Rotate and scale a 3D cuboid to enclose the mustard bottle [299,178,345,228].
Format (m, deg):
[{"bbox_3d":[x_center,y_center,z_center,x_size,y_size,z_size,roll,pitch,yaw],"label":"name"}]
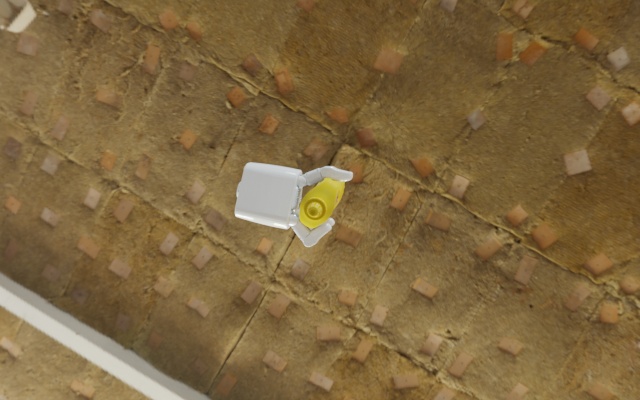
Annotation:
[{"bbox_3d":[0.000,0.003,0.899,0.058,0.096,0.191,35,12,2],"label":"mustard bottle"}]
